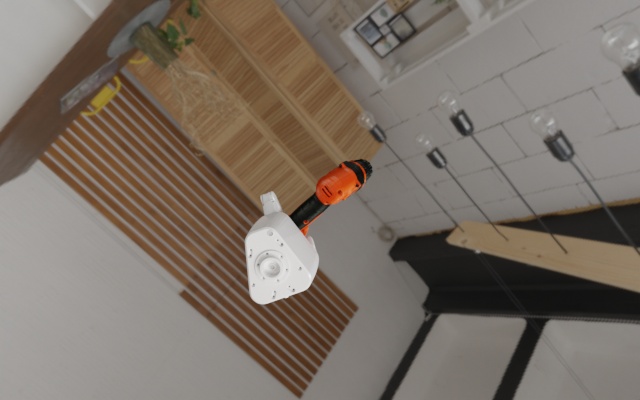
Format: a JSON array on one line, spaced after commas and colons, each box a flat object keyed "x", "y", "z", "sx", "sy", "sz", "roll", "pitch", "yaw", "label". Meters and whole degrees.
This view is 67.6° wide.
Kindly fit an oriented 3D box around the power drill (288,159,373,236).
[{"x": 0.000, "y": 0.003, "z": 0.822, "sx": 0.188, "sy": 0.057, "sz": 0.184, "roll": -43, "pitch": -7, "yaw": 27, "label": "power drill"}]
